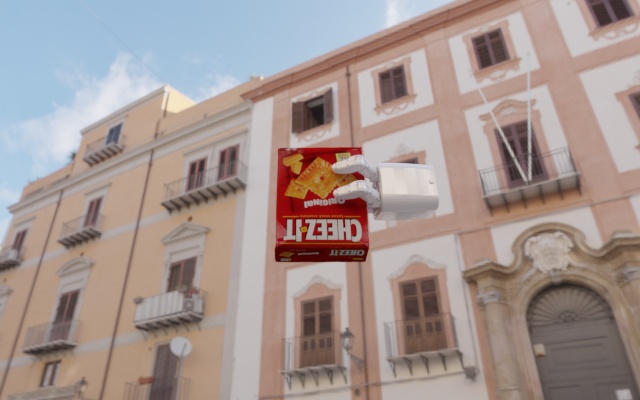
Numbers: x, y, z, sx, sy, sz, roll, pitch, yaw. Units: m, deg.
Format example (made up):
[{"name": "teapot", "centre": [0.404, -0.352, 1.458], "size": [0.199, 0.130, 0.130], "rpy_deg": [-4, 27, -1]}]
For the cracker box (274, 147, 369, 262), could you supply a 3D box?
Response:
[{"name": "cracker box", "centre": [0.000, 0.003, 0.879], "size": [0.164, 0.213, 0.072], "rpy_deg": [0, -31, -2]}]
